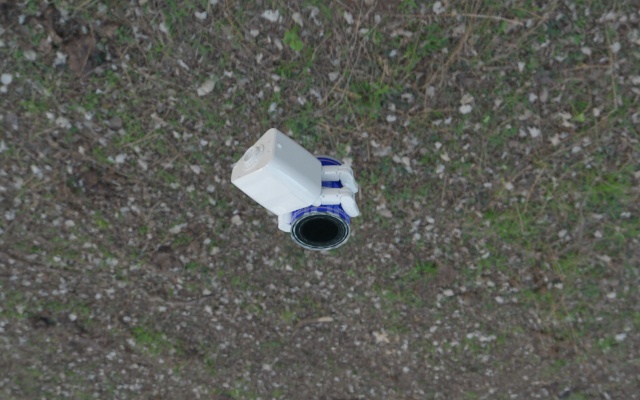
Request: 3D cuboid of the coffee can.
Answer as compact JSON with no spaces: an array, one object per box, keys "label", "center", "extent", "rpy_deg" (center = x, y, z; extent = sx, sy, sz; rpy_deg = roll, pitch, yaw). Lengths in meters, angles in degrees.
[{"label":"coffee can","center":[0.000,0.003,0.852],"extent":[0.103,0.140,0.103],"rpy_deg":[0,-43,0]}]
